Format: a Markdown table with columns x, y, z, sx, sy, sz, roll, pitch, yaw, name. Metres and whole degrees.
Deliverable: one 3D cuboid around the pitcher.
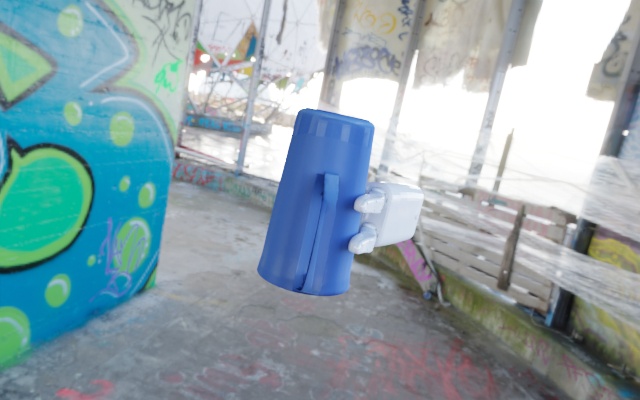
| x | y | z | sx | sy | sz | roll | pitch | yaw | name |
| --- | --- | --- | --- | --- | --- | --- | --- | --- | --- |
| 0.000 | 0.002 | 0.653 | 0.149 | 0.243 | 0.145 | 20 | 13 | 38 | pitcher |
